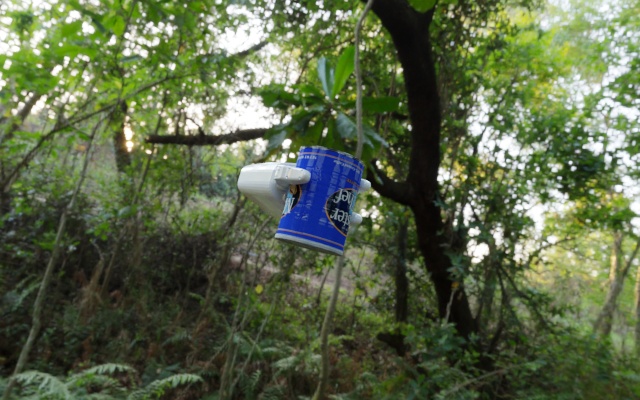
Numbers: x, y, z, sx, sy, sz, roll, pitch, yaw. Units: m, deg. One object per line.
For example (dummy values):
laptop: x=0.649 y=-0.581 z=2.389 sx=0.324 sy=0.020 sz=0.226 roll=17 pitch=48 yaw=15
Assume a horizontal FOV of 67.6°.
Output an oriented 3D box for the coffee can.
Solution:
coffee can: x=0.000 y=0.002 z=0.710 sx=0.103 sy=0.140 sz=0.103 roll=15 pitch=-9 yaw=2
